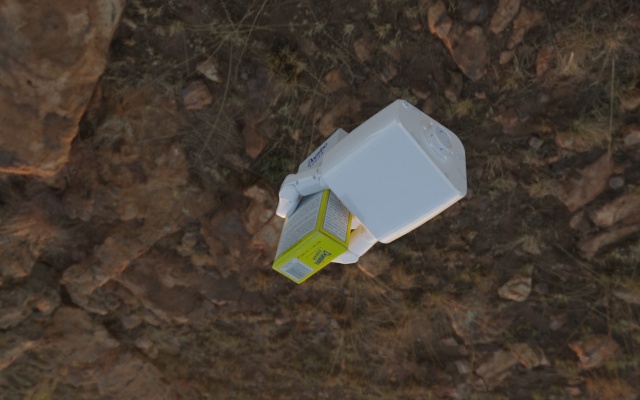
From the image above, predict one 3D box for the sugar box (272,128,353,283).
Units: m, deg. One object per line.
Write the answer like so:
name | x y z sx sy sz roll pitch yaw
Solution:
sugar box | 0.001 0.002 0.567 0.048 0.176 0.093 35 -48 -19
